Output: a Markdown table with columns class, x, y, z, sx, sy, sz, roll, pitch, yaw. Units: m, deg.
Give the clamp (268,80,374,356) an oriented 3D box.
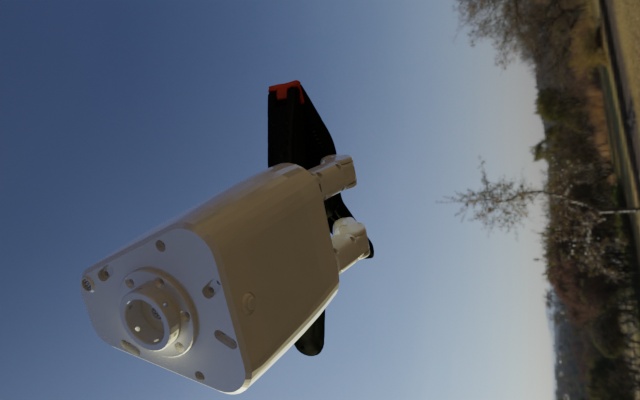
| class | x | y | z | sx | sy | sz | roll | pitch | yaw |
| --- | --- | --- | --- | --- | --- | --- | --- | --- | --- |
| clamp | -0.001 | 0.001 | 0.418 | 0.036 | 0.210 | 0.164 | -6 | 15 | 25 |
